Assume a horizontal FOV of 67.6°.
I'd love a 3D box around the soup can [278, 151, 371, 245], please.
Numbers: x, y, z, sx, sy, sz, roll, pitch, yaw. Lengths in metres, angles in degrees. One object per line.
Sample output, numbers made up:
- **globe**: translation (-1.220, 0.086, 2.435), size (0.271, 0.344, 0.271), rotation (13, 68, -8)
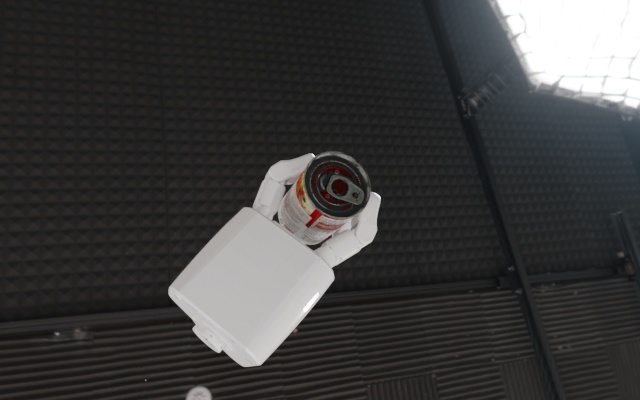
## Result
- **soup can**: translation (0.000, 0.001, 0.492), size (0.068, 0.068, 0.102), rotation (0, -20, -20)
